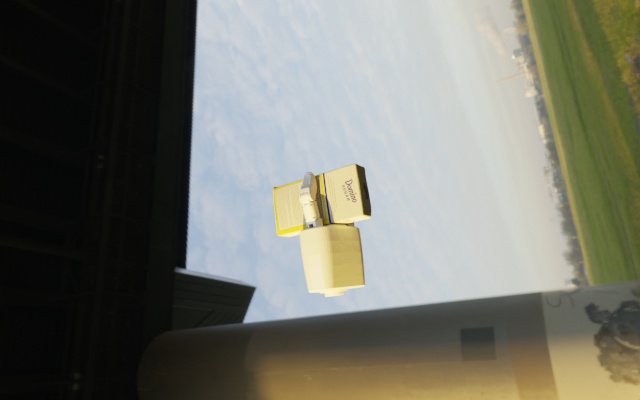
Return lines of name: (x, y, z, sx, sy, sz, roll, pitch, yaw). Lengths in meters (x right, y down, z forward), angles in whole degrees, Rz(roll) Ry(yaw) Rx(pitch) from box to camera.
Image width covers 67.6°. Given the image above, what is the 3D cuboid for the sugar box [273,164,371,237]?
sugar box: (0.000, 0.003, 0.845, 0.176, 0.093, 0.048, -13, -14, 27)
